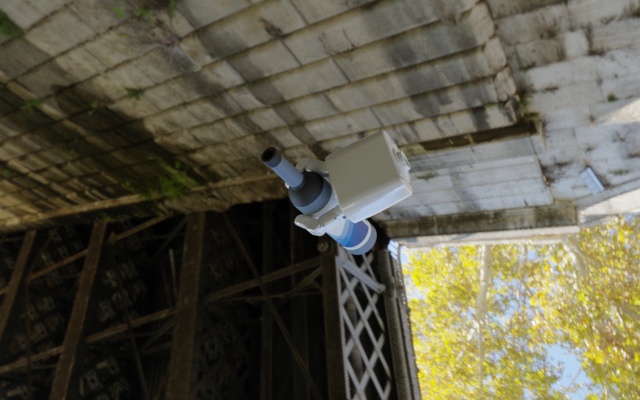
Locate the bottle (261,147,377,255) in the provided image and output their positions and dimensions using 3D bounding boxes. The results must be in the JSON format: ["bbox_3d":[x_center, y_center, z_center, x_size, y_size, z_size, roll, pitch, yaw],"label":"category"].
[{"bbox_3d":[0.000,0.003,0.805,0.069,0.069,0.296,0,-29,37],"label":"bottle"}]
